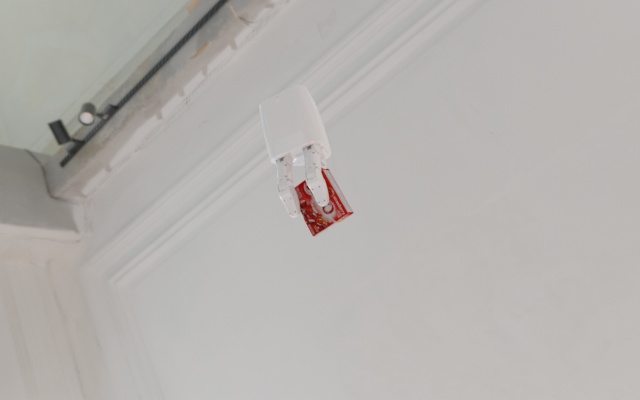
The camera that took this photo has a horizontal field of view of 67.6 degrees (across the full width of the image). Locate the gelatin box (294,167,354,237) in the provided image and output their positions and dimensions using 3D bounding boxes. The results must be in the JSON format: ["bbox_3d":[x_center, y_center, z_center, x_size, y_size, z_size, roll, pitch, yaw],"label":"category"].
[{"bbox_3d":[0.000,0.003,0.775,0.073,0.089,0.030,-34,-14,21],"label":"gelatin box"}]
